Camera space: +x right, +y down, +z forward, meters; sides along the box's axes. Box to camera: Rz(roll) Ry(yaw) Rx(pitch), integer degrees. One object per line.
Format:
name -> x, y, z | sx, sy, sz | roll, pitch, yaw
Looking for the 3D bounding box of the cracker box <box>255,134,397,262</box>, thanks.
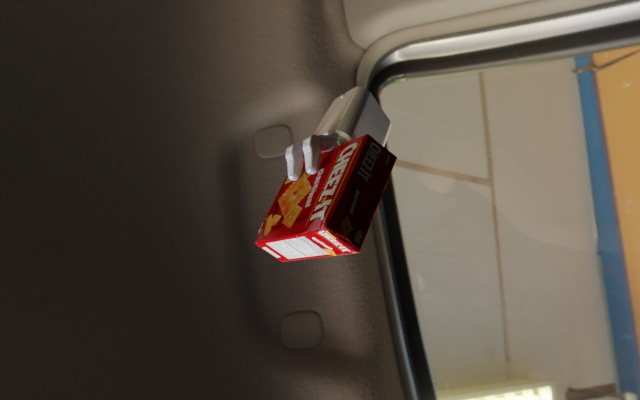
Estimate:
cracker box -> 0.000, 0.003, 0.738 | 0.072, 0.164, 0.214 | 35, -27, -23
